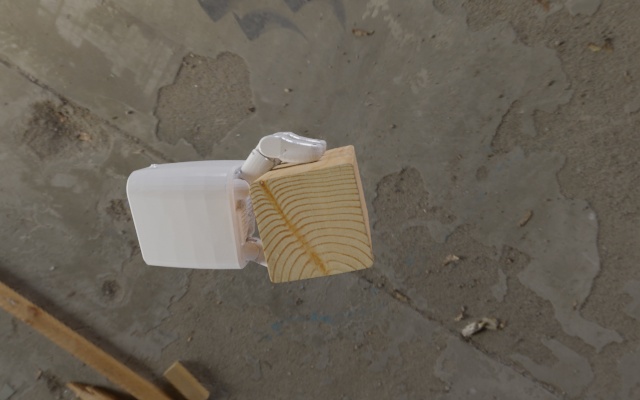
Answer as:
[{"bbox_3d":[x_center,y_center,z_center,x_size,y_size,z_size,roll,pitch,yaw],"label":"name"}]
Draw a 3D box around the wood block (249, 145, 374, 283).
[{"bbox_3d":[0.000,0.002,0.491,0.090,0.091,0.206,-11,10,6],"label":"wood block"}]
